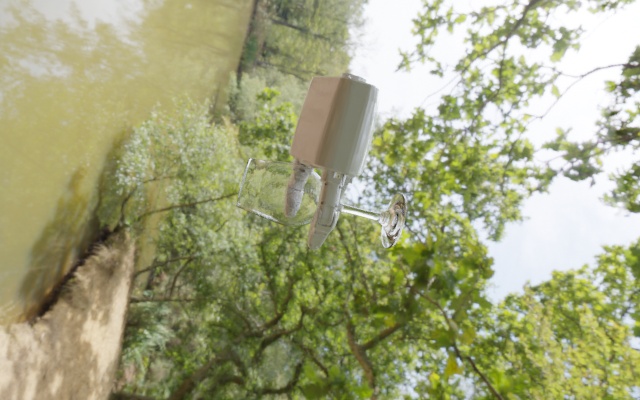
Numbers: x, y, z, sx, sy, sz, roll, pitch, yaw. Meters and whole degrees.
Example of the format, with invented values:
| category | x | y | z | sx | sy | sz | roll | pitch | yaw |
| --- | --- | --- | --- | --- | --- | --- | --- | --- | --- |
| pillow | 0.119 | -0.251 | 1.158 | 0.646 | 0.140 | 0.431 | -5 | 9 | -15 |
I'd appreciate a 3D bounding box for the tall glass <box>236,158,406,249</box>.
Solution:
| category | x | y | z | sx | sy | sz | roll | pitch | yaw |
| --- | --- | --- | --- | --- | --- | --- | --- | --- | --- |
| tall glass | 0.001 | 0.002 | 0.597 | 0.201 | 0.079 | 0.079 | 14 | -3 | -11 |
